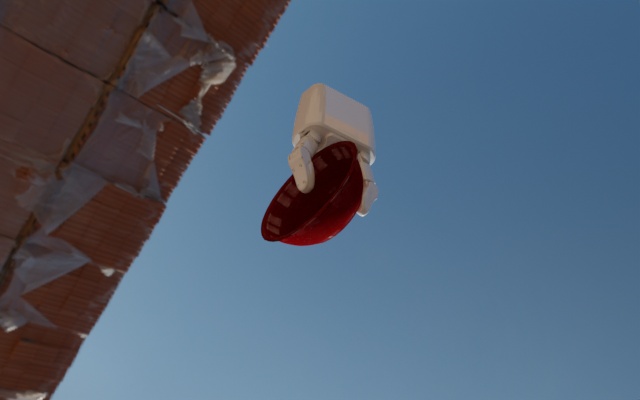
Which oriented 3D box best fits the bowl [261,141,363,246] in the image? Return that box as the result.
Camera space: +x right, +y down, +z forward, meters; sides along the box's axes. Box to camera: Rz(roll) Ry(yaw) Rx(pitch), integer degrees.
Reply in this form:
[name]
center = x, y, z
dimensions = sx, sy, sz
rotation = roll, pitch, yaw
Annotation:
[bowl]
center = 0.000, 0.003, 0.599
dimensions = 0.055, 0.162, 0.162
rotation = 44, -20, -22
